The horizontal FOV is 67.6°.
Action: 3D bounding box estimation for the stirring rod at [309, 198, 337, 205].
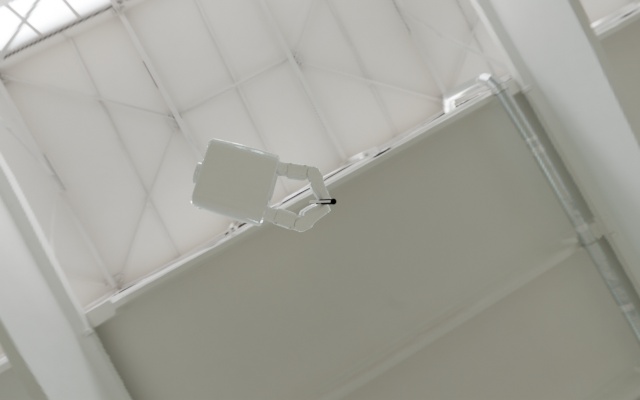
[{"bbox_3d":[0.000,0.002,0.729,0.011,0.011,0.239,0,-1,-8],"label":"stirring rod"}]
